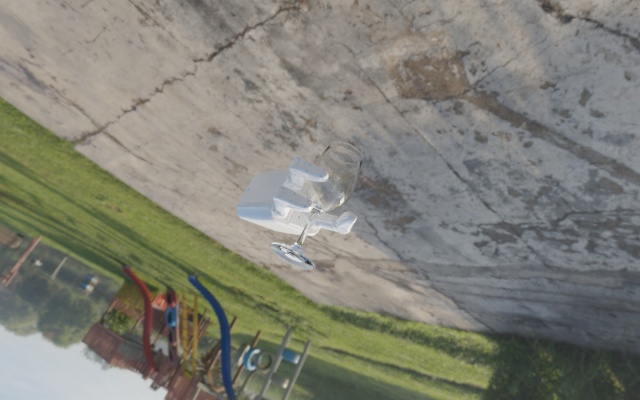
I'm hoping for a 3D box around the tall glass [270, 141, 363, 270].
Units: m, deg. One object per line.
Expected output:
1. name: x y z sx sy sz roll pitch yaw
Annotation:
1. tall glass: 0.000 0.003 0.745 0.079 0.201 0.079 23 -23 11
